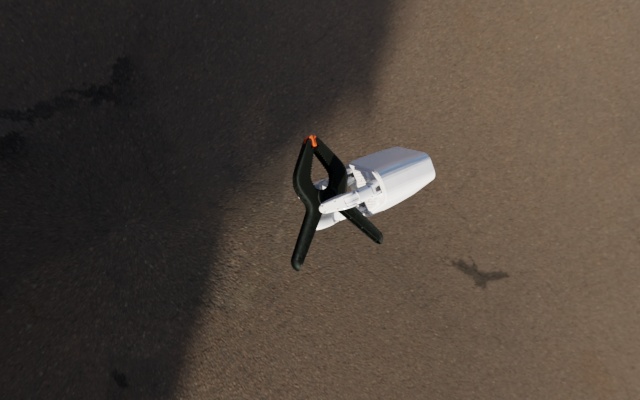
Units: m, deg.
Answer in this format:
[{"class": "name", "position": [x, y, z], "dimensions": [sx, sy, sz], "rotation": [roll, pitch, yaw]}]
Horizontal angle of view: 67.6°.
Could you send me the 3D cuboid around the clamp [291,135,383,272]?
[{"class": "clamp", "position": [0.000, 0.002, 0.766], "dimensions": [0.164, 0.210, 0.036], "rotation": [-23, 6, -22]}]
